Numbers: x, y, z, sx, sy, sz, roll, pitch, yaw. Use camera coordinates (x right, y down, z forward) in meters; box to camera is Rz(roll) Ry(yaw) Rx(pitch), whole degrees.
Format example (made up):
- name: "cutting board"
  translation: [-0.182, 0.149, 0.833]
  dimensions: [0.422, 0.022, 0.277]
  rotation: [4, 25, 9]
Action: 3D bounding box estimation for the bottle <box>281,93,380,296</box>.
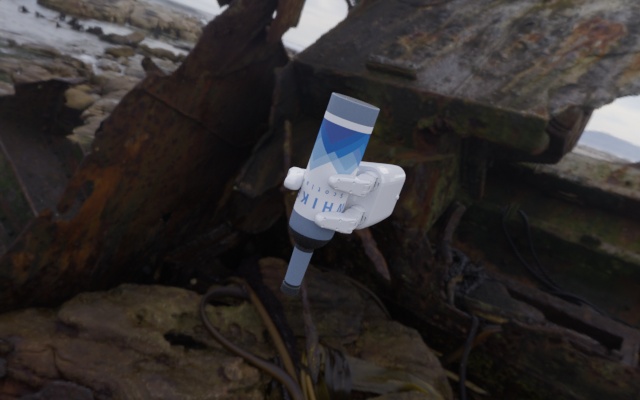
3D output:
- name: "bottle"
  translation: [0.000, 0.002, 0.669]
  dimensions: [0.069, 0.296, 0.069]
  rotation: [18, 17, -5]
